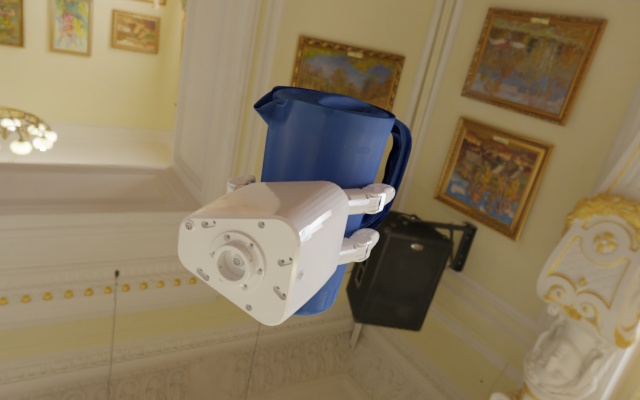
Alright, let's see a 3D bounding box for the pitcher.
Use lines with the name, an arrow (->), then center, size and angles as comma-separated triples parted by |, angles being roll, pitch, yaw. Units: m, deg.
pitcher -> 0.000, 0.002, 0.540 | 0.149, 0.243, 0.145 | 19, 20, 16
